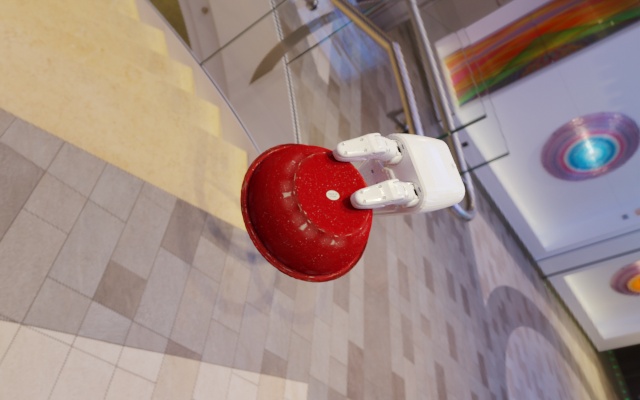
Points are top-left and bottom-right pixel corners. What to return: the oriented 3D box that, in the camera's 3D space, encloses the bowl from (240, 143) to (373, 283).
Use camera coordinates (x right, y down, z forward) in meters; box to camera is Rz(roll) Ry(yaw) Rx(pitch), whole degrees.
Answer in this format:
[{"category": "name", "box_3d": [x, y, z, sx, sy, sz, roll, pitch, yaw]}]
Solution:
[{"category": "bowl", "box_3d": [-0.001, 0.002, 0.504, 0.162, 0.162, 0.055, 0, -20, -32]}]
